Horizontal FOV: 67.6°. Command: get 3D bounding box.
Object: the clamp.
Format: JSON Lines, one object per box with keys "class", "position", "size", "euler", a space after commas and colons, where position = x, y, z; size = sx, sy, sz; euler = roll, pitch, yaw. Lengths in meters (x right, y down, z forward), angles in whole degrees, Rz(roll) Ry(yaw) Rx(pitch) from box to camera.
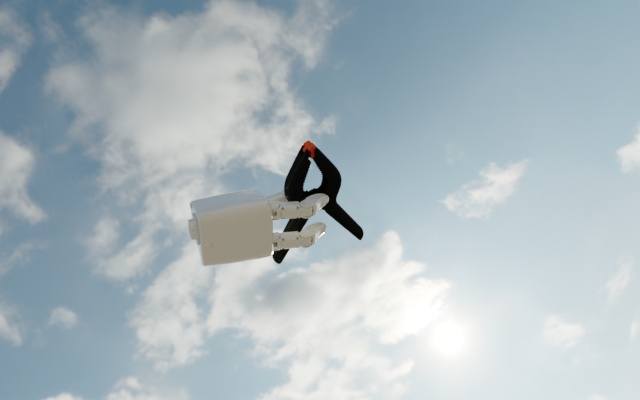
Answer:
{"class": "clamp", "position": [0.000, 0.002, 0.777], "size": [0.164, 0.210, 0.036], "euler": [-9, 32, -20]}
